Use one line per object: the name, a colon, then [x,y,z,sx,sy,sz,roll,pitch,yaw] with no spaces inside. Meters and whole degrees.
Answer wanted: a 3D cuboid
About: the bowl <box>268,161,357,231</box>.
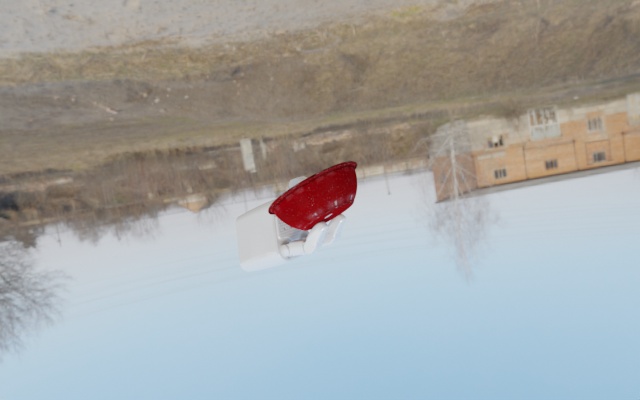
bowl: [0.001,0.002,0.757,0.162,0.055,0.162,-28,-10,-6]
